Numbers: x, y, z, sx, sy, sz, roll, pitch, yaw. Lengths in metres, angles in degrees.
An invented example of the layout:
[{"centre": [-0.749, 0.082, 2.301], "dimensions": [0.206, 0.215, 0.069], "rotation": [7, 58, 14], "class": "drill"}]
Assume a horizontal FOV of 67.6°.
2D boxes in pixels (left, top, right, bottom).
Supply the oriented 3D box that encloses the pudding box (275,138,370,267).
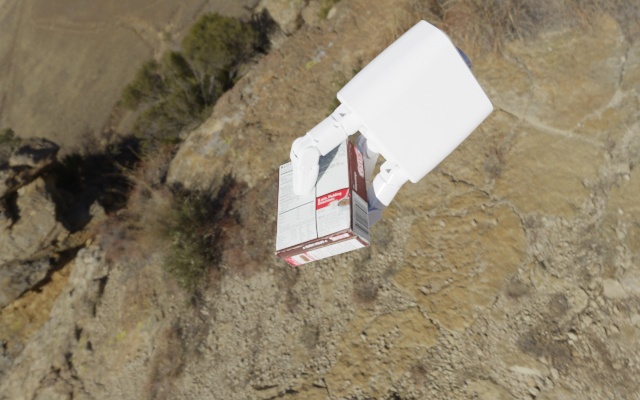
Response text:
[{"centre": [0.000, 0.001, 0.487], "dimensions": [0.090, 0.113, 0.039], "rotation": [-20, -39, 27], "class": "pudding box"}]
